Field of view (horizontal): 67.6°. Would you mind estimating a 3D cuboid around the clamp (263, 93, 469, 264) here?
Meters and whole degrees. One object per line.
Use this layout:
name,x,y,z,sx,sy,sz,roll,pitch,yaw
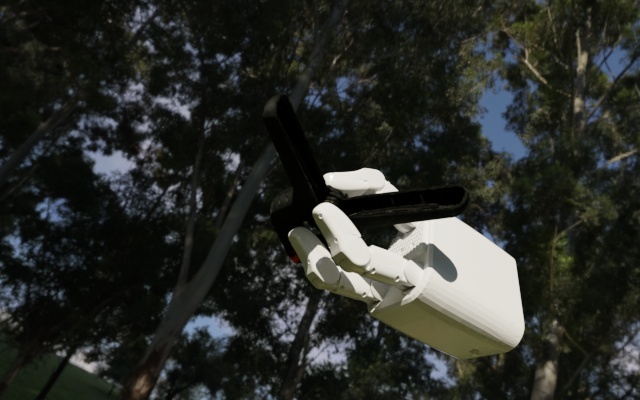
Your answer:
clamp,0.000,0.001,0.418,0.164,0.036,0.210,31,-33,-10
